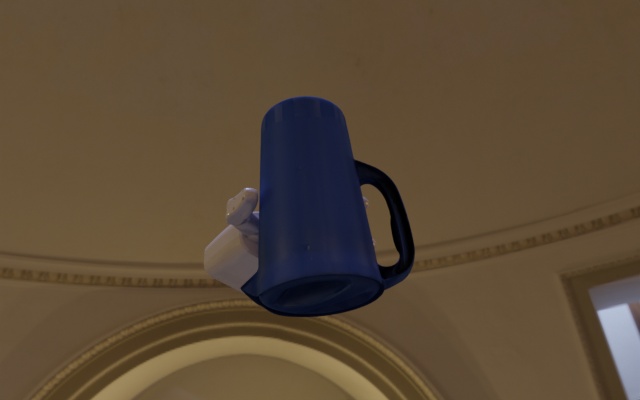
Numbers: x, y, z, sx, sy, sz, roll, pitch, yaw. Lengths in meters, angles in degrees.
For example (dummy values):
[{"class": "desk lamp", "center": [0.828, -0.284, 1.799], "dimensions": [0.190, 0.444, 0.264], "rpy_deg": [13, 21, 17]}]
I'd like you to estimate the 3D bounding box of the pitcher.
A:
[{"class": "pitcher", "center": [0.000, 0.002, 0.551], "dimensions": [0.149, 0.242, 0.145], "rpy_deg": [18, -37, -36]}]
